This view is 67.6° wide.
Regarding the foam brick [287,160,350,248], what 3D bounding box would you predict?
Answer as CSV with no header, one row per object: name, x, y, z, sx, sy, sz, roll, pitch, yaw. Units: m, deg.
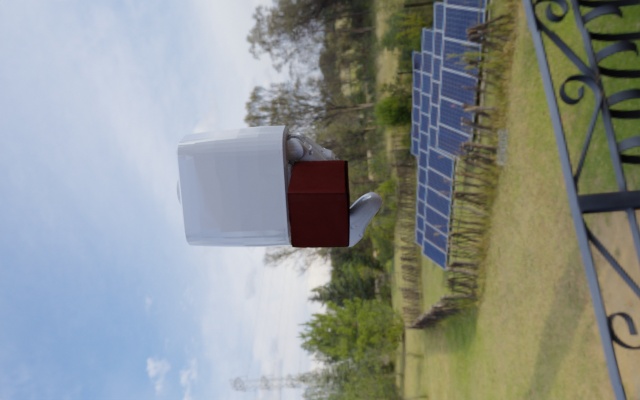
foam brick,0.000,0.001,0.429,0.051,0.053,0.078,-1,25,2
